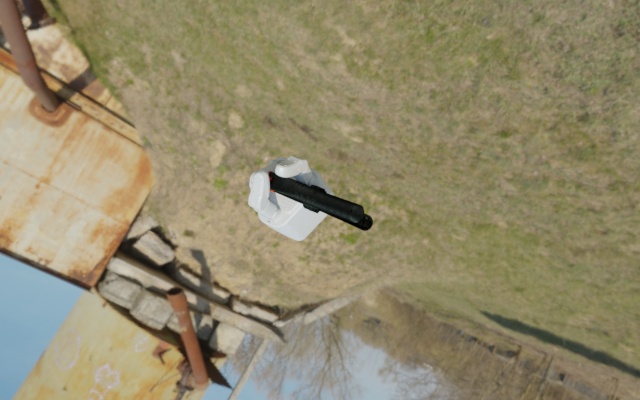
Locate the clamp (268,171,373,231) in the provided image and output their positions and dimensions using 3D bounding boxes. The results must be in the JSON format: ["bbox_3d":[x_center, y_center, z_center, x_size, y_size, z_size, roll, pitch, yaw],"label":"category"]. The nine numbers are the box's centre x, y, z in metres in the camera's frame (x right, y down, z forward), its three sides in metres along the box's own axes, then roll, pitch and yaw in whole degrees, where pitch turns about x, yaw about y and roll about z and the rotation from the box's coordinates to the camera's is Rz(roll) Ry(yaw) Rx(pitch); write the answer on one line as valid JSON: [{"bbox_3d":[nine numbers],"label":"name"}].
[{"bbox_3d":[0.000,0.003,0.698,0.171,0.039,0.120,24,-9,24],"label":"clamp"}]
